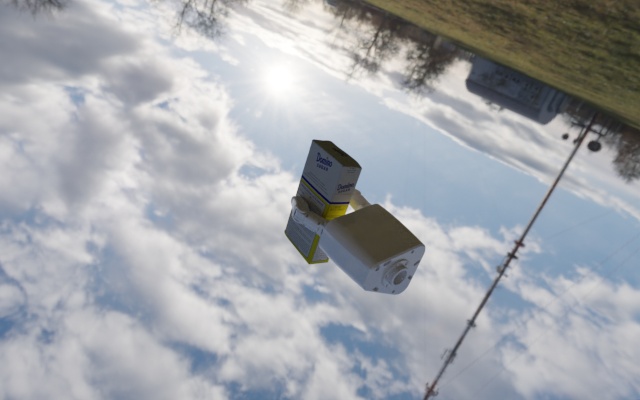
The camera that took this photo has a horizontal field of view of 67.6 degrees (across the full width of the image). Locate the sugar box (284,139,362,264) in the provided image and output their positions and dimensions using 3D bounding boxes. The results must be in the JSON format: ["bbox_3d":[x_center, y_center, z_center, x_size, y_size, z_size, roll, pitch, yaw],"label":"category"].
[{"bbox_3d":[0.001,0.003,0.755,0.048,0.176,0.093,2,30,-37],"label":"sugar box"}]
